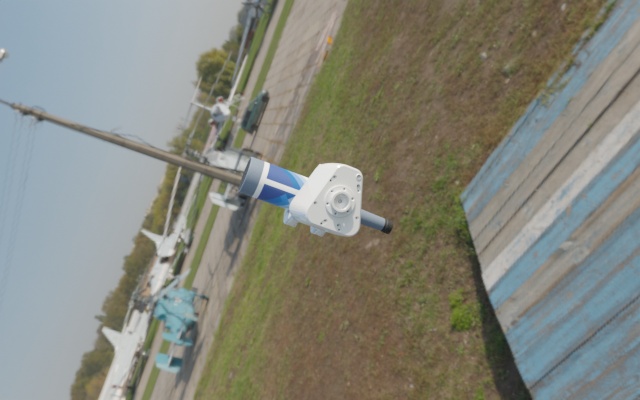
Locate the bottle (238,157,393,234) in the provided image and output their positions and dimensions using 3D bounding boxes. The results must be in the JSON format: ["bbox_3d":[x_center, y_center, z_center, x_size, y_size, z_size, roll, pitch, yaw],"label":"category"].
[{"bbox_3d":[0.000,0.003,0.879,0.296,0.069,0.069,20,-6,-15],"label":"bottle"}]
